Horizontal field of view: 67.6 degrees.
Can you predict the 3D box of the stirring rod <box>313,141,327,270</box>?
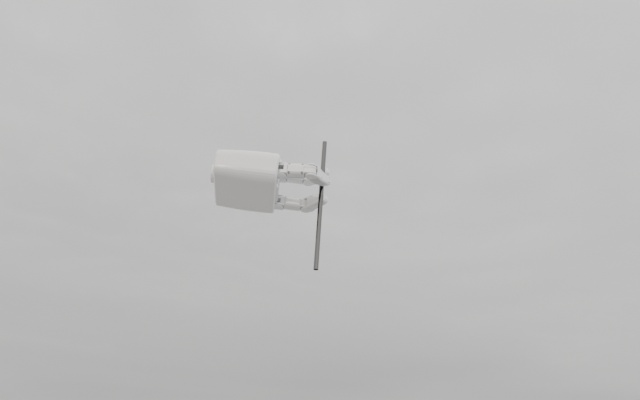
[{"bbox_3d":[0.000,0.003,0.822,0.011,0.239,0.011,3,-24,2],"label":"stirring rod"}]
